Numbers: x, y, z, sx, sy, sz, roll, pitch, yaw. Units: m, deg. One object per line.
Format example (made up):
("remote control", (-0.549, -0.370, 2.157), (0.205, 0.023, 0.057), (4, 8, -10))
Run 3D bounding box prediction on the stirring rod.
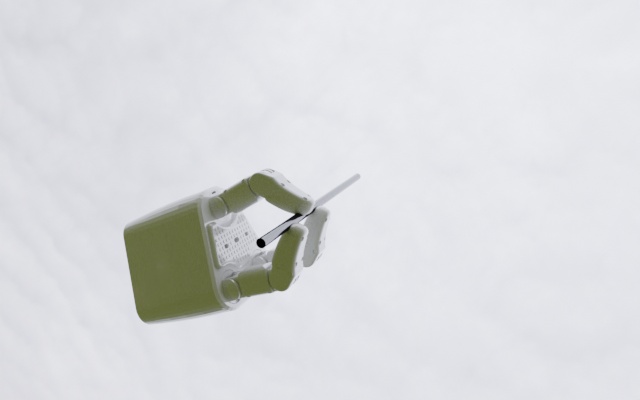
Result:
("stirring rod", (0.000, 0.001, 0.455), (0.011, 0.011, 0.239), (0, 14, 22))
